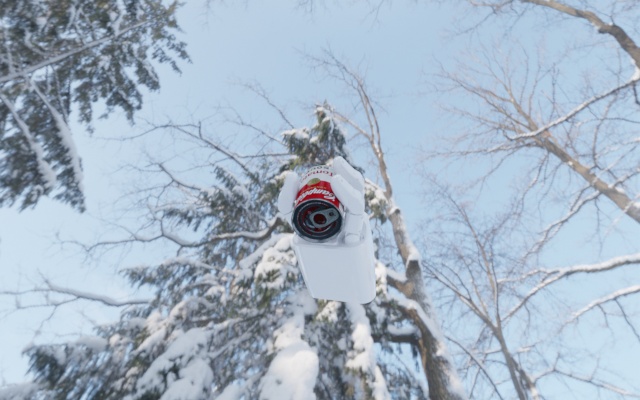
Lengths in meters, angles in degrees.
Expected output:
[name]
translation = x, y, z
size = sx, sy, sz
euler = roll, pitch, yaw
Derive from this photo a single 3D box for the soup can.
[soup can]
translation = 0.000, 0.002, 0.655
size = 0.068, 0.068, 0.102
euler = 0, 31, 6
